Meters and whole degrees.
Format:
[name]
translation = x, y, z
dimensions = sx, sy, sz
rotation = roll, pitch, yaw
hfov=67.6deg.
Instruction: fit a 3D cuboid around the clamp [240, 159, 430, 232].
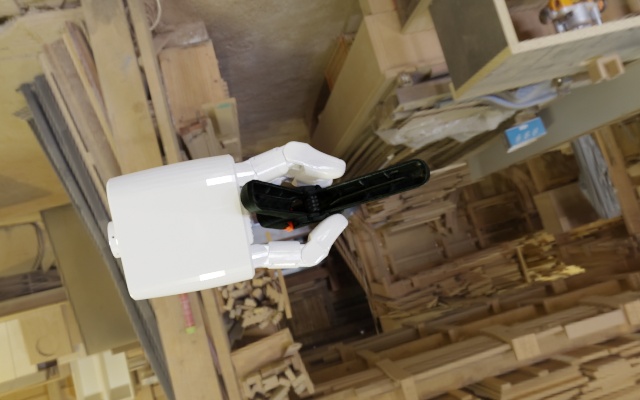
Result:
[clamp]
translation = 0.000, 0.002, 0.471
dimensions = 0.164, 0.036, 0.210
rotation = -8, -8, -13
